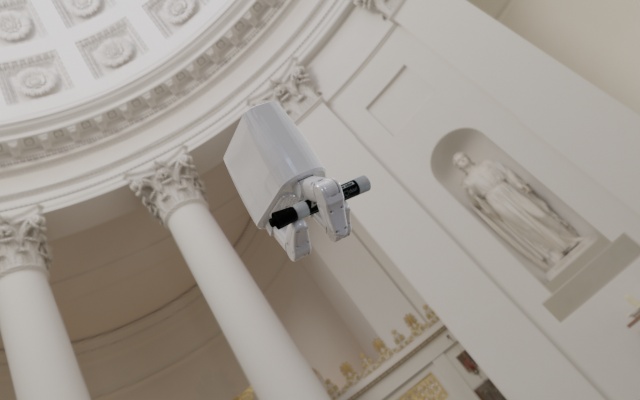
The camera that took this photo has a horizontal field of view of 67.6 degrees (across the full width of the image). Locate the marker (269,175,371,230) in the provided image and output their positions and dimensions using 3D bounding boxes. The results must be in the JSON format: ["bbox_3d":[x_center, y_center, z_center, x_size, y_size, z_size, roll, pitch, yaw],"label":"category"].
[{"bbox_3d":[0.000,0.002,0.509,0.121,0.020,0.020,-23,9,-23],"label":"marker"}]
